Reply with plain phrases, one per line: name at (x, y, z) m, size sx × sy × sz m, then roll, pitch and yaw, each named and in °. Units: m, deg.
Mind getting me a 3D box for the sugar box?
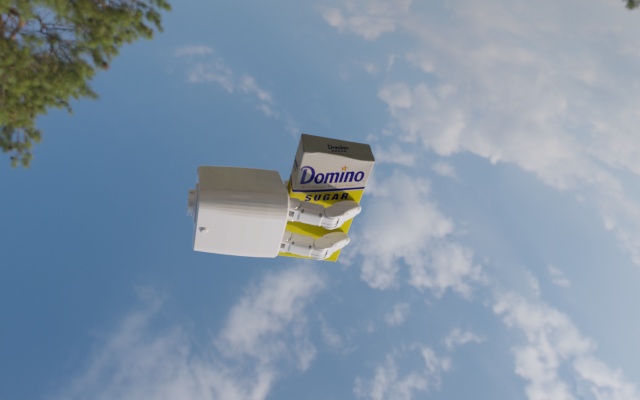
sugar box at (0.000, 0.002, 0.632) m, size 0.093 × 0.176 × 0.048 m, roll 7°, pitch 39°, yaw -14°
